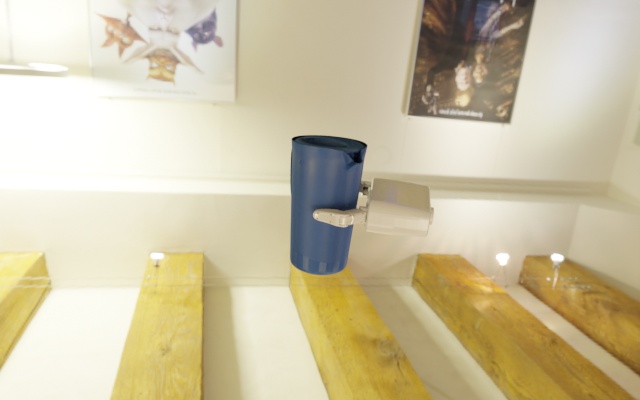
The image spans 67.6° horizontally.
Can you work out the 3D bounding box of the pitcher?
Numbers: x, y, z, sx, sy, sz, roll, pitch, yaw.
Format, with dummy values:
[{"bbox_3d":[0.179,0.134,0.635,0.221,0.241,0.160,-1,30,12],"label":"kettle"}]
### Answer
[{"bbox_3d":[0.000,0.003,0.872,0.145,0.243,0.149,7,17,6],"label":"pitcher"}]
